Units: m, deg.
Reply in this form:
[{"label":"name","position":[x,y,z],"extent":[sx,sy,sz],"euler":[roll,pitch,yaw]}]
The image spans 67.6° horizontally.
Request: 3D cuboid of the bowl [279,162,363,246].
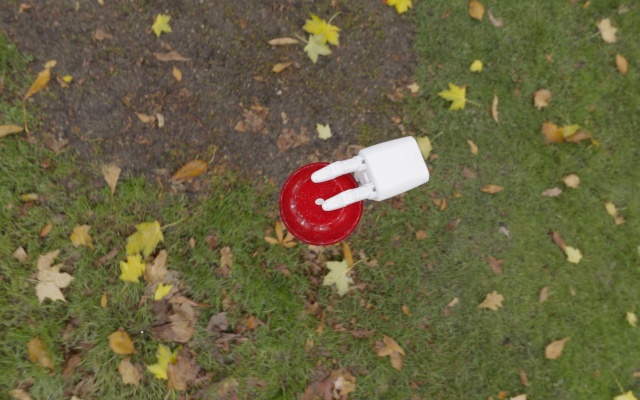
[{"label":"bowl","position":[-0.001,0.004,0.882],"extent":[0.162,0.162,0.055],"euler":[0,-7,2]}]
